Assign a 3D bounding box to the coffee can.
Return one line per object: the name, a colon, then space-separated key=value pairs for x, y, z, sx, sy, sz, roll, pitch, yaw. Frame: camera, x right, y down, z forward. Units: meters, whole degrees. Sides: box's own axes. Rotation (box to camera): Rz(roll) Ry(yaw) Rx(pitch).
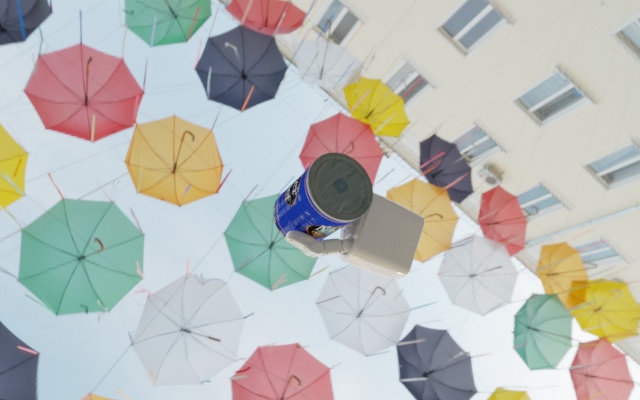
coffee can: x=0.000 y=0.002 z=0.724 sx=0.103 sy=0.102 sz=0.140 roll=0 pitch=-19 yaw=-27
